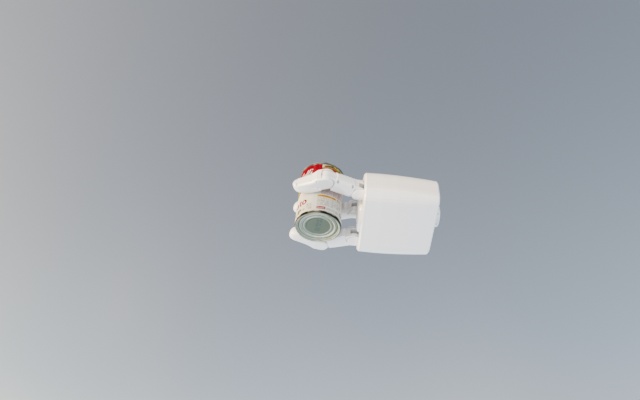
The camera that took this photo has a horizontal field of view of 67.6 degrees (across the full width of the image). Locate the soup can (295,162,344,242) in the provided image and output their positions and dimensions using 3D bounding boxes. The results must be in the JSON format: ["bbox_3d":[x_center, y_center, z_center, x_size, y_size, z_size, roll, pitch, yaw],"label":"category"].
[{"bbox_3d":[0.000,0.002,0.705,0.068,0.102,0.069,3,-43,3],"label":"soup can"}]
